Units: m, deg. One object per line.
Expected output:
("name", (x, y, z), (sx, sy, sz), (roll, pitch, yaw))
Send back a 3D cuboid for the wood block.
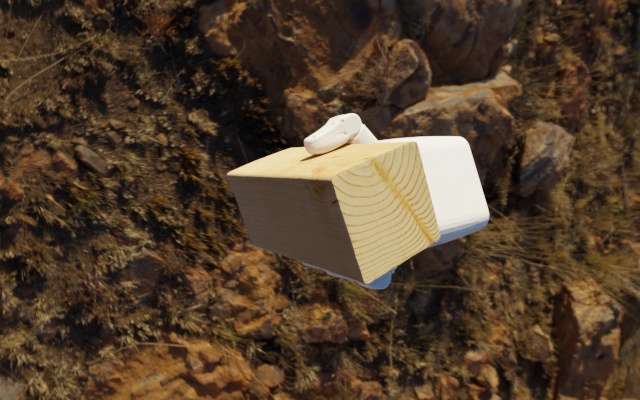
("wood block", (0.000, 0.001, 0.459), (0.090, 0.091, 0.206), (-25, 16, -28))
